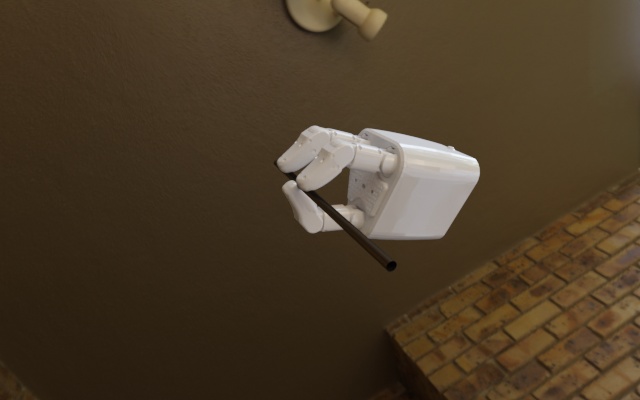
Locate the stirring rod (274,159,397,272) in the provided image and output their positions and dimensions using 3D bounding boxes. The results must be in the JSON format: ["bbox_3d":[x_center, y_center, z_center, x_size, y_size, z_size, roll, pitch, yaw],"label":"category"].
[{"bbox_3d":[0.000,0.001,0.421,0.011,0.011,0.239,0,21,-25],"label":"stirring rod"}]
